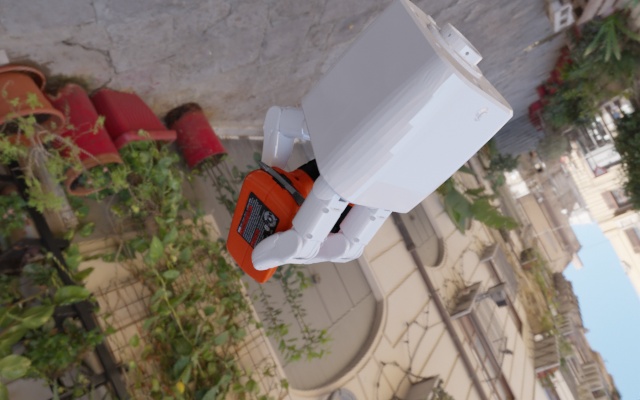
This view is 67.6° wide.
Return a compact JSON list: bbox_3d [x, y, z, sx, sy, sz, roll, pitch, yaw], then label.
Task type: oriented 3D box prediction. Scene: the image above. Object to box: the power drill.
[{"bbox_3d":[0.000,0.002,0.458,0.057,0.185,0.187,40,44,19],"label":"power drill"}]
